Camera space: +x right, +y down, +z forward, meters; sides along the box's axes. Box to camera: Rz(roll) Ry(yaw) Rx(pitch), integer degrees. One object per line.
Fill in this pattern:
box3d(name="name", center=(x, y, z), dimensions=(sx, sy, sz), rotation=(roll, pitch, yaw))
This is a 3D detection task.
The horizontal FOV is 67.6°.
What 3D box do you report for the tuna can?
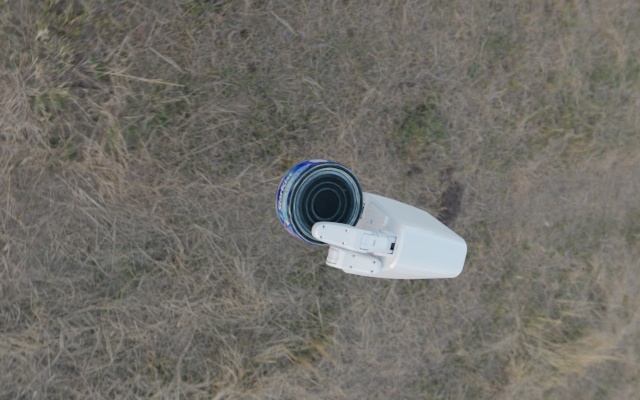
box3d(name="tuna can", center=(0.000, 0.002, 0.483), dimensions=(0.086, 0.086, 0.033), rotation=(0, 10, -26))
